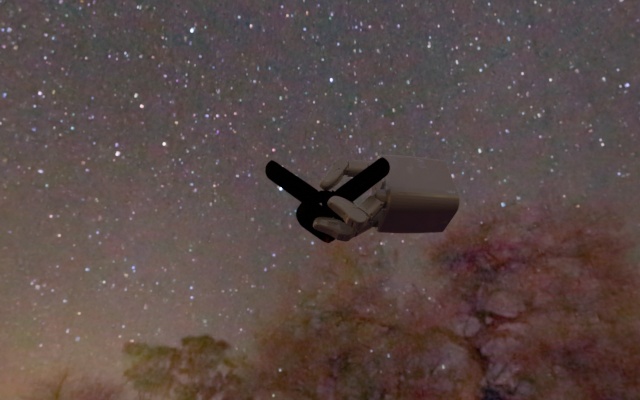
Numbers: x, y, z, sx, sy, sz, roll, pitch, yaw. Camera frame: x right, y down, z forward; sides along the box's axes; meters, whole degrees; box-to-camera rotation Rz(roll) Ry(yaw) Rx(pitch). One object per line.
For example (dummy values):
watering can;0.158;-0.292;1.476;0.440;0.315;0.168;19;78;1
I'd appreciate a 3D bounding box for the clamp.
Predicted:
clamp;0.000;0.002;0.705;0.164;0.036;0.210;3;-32;-6
